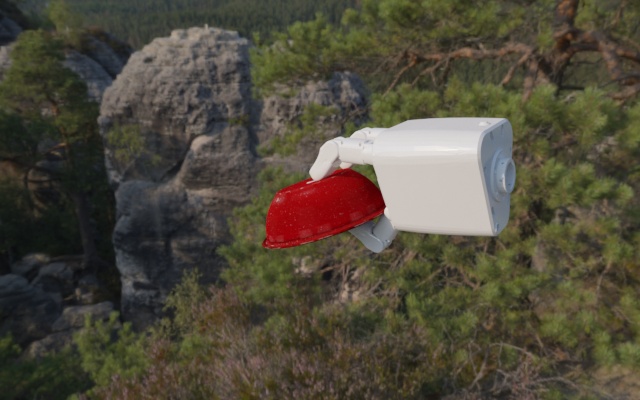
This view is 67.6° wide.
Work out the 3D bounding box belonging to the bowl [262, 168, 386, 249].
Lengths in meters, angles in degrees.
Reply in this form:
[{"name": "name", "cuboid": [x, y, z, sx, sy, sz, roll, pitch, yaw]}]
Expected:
[{"name": "bowl", "cuboid": [-0.001, 0.002, 0.561, 0.162, 0.055, 0.162, -19, 7, 2]}]
